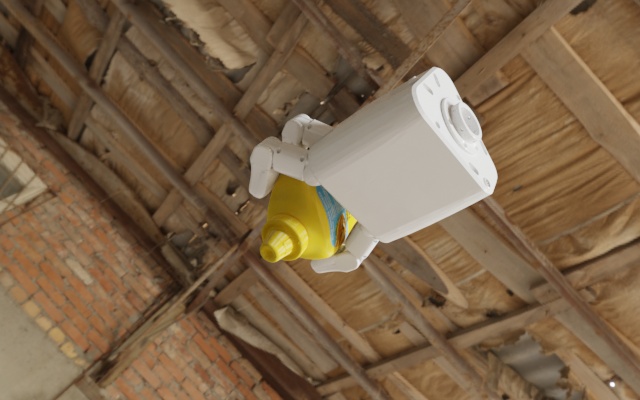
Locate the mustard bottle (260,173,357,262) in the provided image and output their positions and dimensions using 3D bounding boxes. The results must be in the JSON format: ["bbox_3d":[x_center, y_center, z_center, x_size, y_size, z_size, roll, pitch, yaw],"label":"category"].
[{"bbox_3d":[0.000,0.001,0.465,0.058,0.096,0.191,-1,26,29],"label":"mustard bottle"}]
